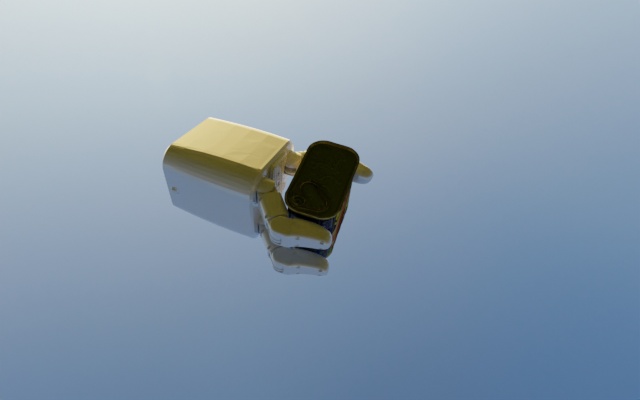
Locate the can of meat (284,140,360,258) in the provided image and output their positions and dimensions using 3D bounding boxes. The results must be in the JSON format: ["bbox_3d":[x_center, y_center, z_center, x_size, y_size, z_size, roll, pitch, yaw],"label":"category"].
[{"bbox_3d":[0.000,0.002,0.512,0.057,0.102,0.084,17,-38,8],"label":"can of meat"}]
